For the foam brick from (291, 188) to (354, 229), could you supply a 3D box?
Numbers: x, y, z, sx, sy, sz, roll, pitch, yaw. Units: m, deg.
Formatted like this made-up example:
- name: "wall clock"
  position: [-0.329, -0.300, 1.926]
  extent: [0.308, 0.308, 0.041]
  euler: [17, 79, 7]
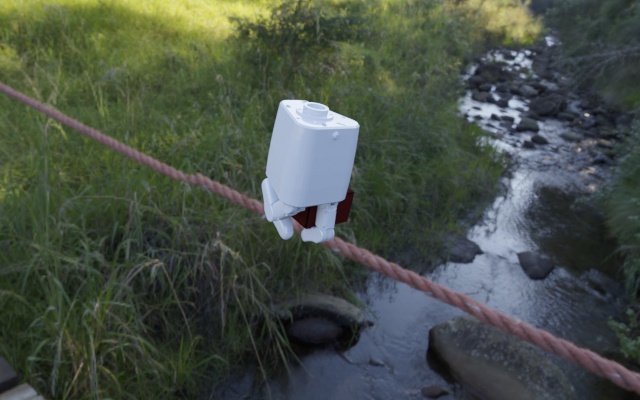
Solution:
- name: "foam brick"
  position: [0.000, 0.002, 0.685]
  extent: [0.078, 0.051, 0.053]
  euler: [-8, 32, -37]
